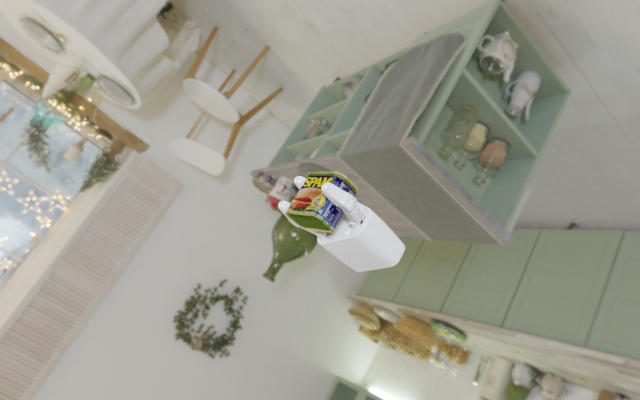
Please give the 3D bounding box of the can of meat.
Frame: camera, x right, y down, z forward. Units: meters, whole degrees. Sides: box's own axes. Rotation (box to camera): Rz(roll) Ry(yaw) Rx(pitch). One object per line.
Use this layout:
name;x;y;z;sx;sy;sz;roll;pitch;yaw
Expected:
can of meat;0.000;0.003;0.785;0.057;0.084;0.102;43;-22;-31
